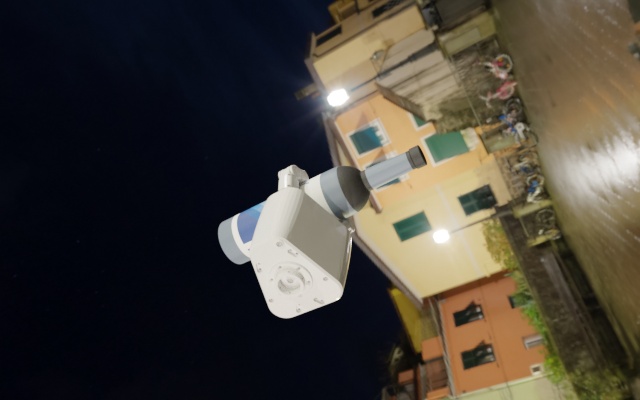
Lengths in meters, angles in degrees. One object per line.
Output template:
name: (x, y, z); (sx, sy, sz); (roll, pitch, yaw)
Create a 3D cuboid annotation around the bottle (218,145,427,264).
bottle: (0.000, 0.002, 0.636); (0.296, 0.069, 0.069); (-25, -9, 20)
